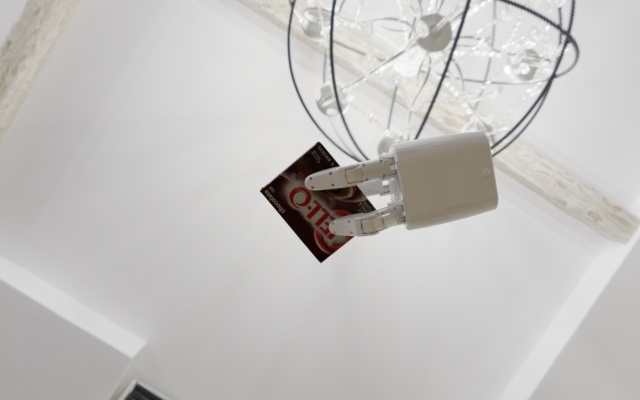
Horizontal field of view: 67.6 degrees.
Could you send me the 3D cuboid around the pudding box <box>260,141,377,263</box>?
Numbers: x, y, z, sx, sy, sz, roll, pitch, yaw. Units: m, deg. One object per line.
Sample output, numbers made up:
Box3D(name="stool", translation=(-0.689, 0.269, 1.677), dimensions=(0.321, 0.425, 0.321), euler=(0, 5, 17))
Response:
Box3D(name="pudding box", translation=(0.000, 0.002, 0.555), dimensions=(0.090, 0.113, 0.039), euler=(-40, 4, 5))
